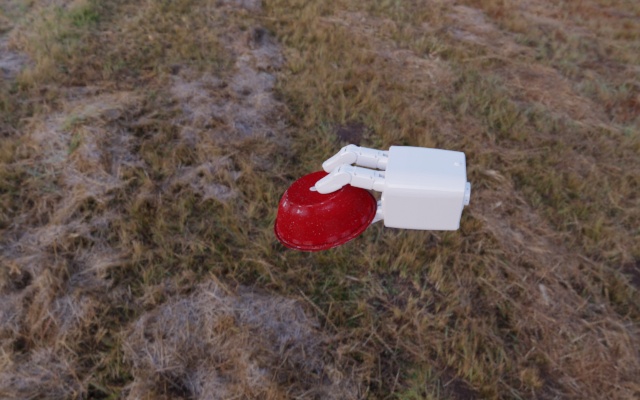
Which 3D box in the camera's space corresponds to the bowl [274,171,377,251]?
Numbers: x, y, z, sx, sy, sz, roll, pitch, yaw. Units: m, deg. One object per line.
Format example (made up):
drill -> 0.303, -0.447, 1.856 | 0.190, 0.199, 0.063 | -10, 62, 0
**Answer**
bowl -> -0.001, 0.002, 0.710 | 0.162, 0.055, 0.162 | -13, 33, 8
